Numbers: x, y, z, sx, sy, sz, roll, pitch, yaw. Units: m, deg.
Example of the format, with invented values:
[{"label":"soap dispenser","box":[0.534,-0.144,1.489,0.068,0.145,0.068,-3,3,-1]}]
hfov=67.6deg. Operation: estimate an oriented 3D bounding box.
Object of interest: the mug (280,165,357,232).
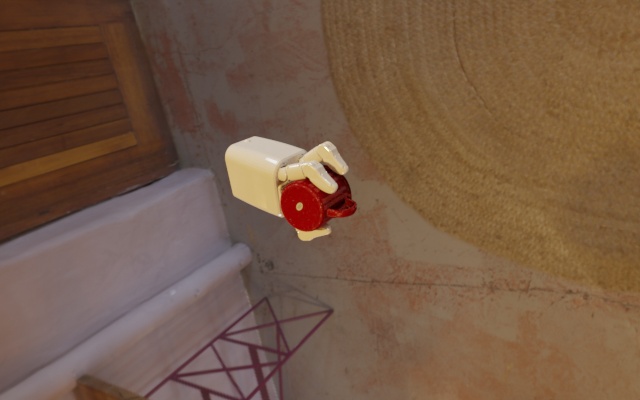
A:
[{"label":"mug","box":[0.001,0.003,0.752,0.117,0.093,0.081,20,30,26]}]
